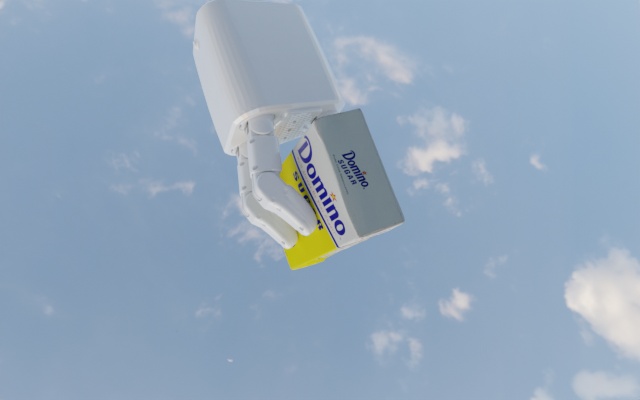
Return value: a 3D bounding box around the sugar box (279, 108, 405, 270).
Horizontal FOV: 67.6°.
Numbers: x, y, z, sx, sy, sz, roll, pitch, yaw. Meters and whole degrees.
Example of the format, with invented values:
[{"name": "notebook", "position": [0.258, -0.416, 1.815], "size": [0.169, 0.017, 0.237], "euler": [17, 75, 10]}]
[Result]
[{"name": "sugar box", "position": [-0.001, 0.001, 0.414], "size": [0.048, 0.093, 0.176], "euler": [-17, -10, -20]}]
